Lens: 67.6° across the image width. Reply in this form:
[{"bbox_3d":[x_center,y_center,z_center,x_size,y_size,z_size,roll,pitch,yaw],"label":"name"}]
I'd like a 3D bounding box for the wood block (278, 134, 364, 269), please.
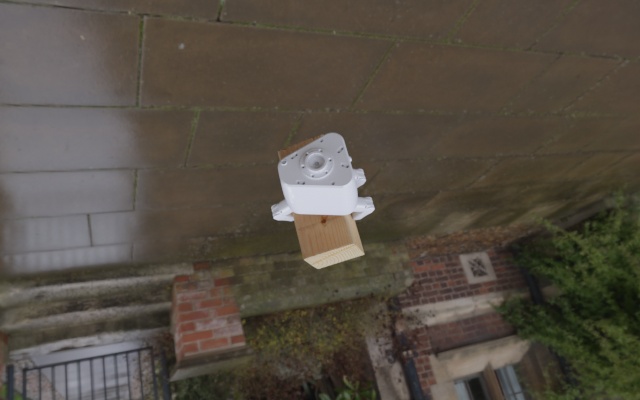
[{"bbox_3d":[0.000,0.003,0.841,0.091,0.206,0.090,-19,-22,10],"label":"wood block"}]
